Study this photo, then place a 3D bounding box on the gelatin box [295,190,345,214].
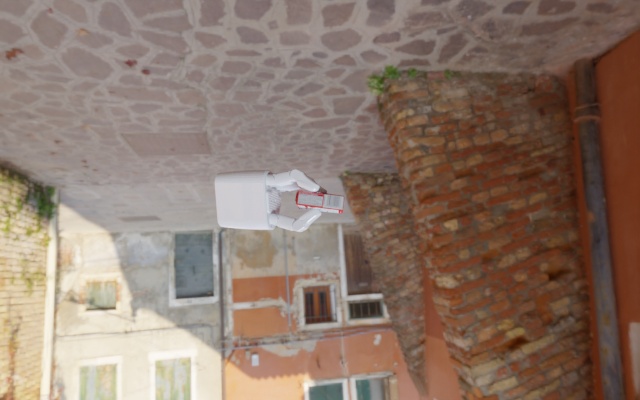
[{"bbox_3d":[0.000,0.003,0.899,0.089,0.030,0.073,7,-6,3],"label":"gelatin box"}]
